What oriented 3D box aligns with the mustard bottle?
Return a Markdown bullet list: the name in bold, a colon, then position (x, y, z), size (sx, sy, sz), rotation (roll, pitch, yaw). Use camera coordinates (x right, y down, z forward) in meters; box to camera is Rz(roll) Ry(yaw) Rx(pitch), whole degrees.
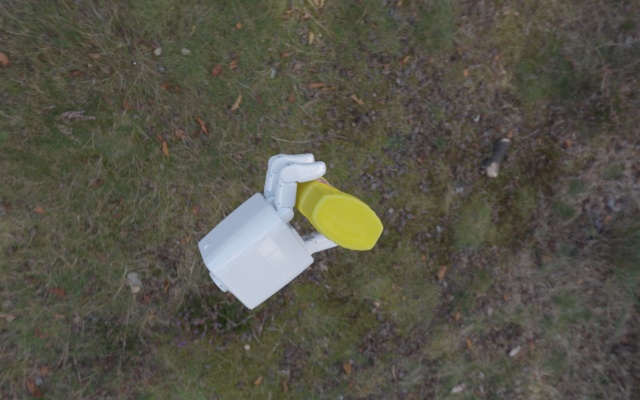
- **mustard bottle**: position (0.000, 0.002, 0.627), size (0.096, 0.058, 0.191), rotation (27, 4, -25)
